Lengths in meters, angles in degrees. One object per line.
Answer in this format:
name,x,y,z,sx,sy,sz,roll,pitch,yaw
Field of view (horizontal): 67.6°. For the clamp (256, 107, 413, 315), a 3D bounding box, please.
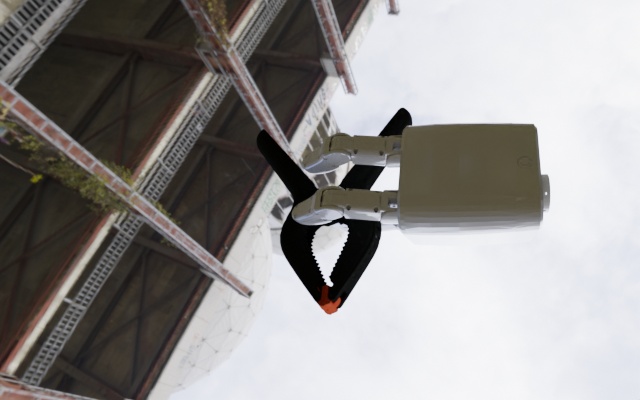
clamp,0.000,0.002,0.457,0.164,0.210,0.036,-1,-29,19
